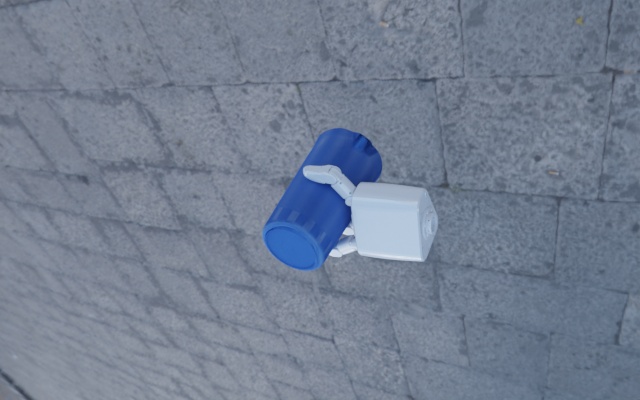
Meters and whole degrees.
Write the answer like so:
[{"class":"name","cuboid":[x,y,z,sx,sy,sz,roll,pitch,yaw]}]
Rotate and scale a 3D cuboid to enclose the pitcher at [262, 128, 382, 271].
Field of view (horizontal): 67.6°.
[{"class":"pitcher","cuboid":[0.000,0.003,0.811,0.145,0.149,0.242,4,43,30]}]
